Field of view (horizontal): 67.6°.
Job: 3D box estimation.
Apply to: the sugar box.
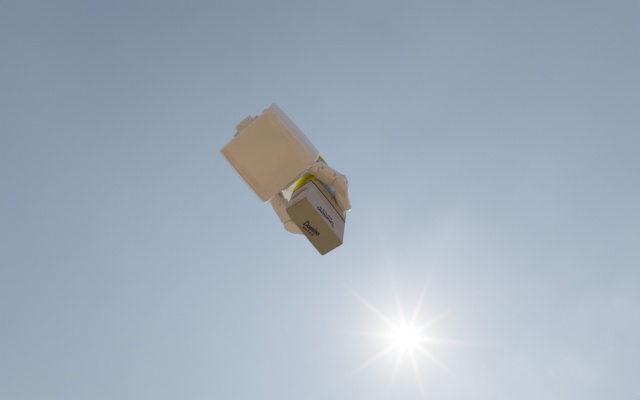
[{"bbox_3d":[0.000,0.003,0.759,0.048,0.093,0.176,-32,17,22],"label":"sugar box"}]
